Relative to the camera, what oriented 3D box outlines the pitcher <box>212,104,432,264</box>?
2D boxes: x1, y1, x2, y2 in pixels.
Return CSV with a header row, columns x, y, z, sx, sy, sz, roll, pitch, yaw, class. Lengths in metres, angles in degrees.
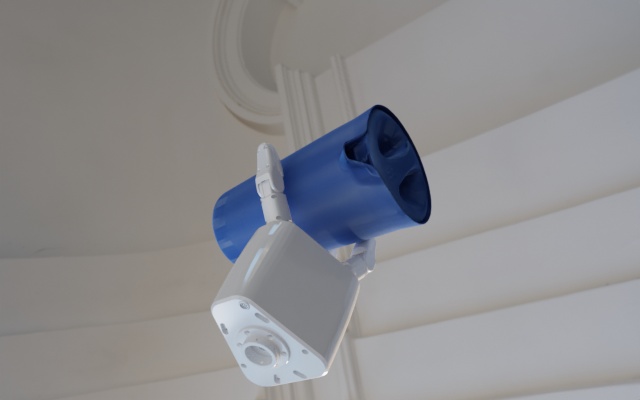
x,y,z,sx,sy,sz,roll,pitch,yaw,class
0.000,0.002,0.560,0.243,0.149,0.145,-22,26,30,pitcher
